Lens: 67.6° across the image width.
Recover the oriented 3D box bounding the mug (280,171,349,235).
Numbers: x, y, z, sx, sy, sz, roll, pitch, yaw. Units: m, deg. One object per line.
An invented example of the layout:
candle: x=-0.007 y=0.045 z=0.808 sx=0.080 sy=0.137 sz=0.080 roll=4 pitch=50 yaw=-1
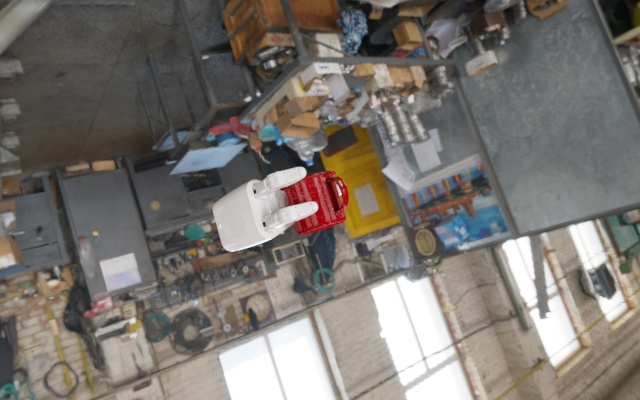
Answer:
mug: x=0.001 y=0.002 z=0.750 sx=0.117 sy=0.081 sz=0.093 roll=-23 pitch=-7 yaw=41
